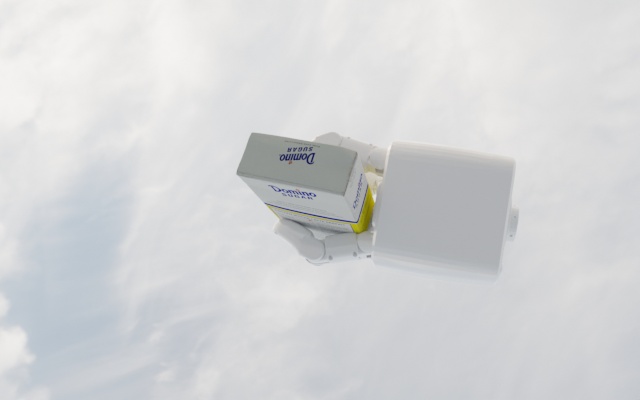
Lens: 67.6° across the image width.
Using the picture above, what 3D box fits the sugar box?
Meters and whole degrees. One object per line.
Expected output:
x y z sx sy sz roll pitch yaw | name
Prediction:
0.000 0.001 0.442 0.093 0.048 0.176 12 -20 17 | sugar box
